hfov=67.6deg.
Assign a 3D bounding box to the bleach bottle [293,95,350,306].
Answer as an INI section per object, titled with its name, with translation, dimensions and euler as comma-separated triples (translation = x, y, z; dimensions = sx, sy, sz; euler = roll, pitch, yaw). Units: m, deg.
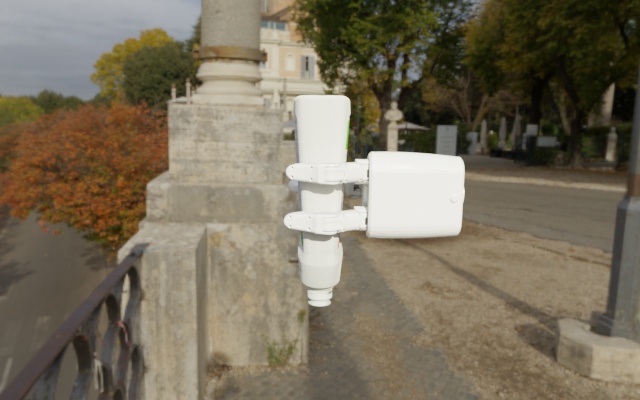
[bleach bottle]
translation = 0.000, 0.002, 0.585
dimensions = 0.068, 0.251, 0.102
euler = 1, 9, -1
